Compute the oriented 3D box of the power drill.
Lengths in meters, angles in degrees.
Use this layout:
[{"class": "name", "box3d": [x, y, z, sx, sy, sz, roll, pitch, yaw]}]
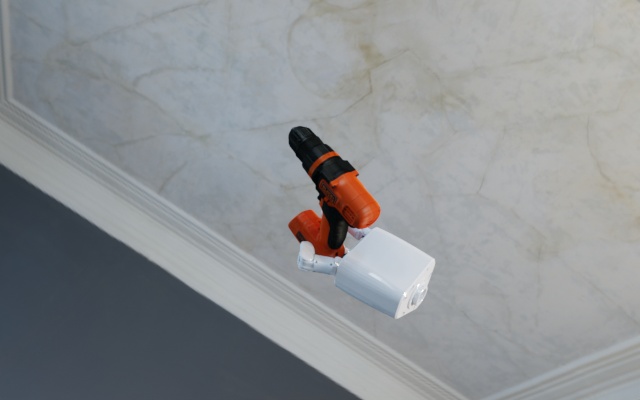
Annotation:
[{"class": "power drill", "box3d": [0.000, 0.003, 0.720, 0.057, 0.184, 0.188, -25, -26, -27]}]
